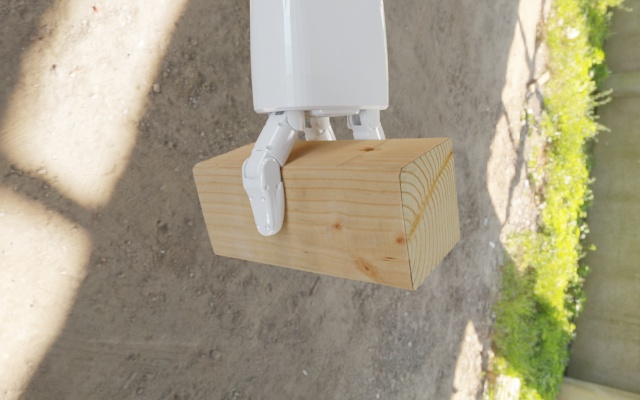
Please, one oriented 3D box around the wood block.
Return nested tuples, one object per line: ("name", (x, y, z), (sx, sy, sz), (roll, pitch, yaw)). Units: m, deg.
("wood block", (0.000, 0.001, 0.408), (0.206, 0.090, 0.090), (4, 23, 37))
